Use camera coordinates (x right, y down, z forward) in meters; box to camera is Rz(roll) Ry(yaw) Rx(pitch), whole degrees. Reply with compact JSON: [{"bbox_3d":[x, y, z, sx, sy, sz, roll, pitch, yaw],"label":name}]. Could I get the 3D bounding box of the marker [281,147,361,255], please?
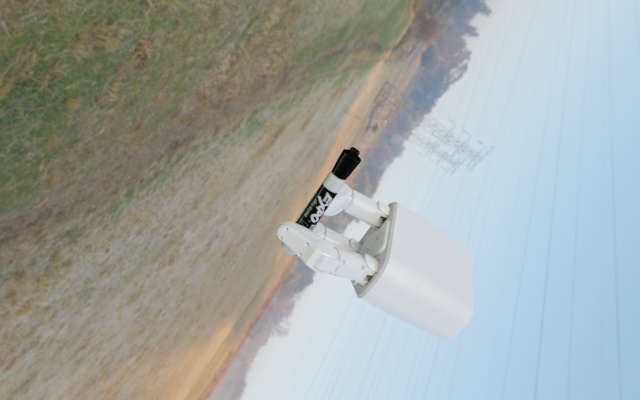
[{"bbox_3d":[0.000,0.001,0.439,0.020,0.121,0.020,27,26,-14],"label":"marker"}]
